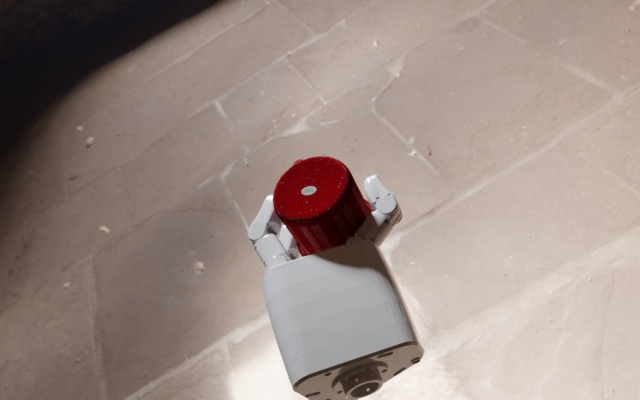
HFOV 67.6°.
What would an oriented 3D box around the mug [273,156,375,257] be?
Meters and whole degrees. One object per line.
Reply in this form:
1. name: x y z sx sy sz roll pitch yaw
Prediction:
1. mug: 0.000 0.000 0.488 0.093 0.117 0.081 -28 -41 4
